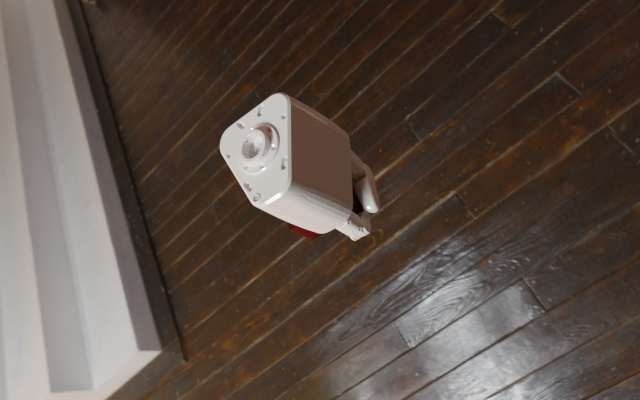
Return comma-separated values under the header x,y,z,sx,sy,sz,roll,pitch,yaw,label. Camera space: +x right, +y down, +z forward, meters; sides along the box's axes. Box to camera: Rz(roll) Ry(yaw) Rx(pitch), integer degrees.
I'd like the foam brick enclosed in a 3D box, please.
x,y,z,sx,sy,sz,roll,pitch,yaw,label
0.000,0.002,0.555,0.078,0.053,0.051,-31,-30,23,foam brick
